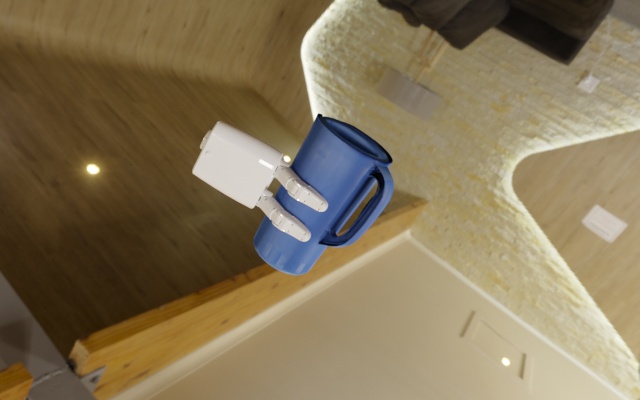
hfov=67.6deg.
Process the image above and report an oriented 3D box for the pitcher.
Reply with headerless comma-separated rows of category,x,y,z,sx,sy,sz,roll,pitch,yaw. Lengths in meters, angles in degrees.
pitcher,0.000,0.002,0.741,0.145,0.243,0.149,29,21,-8
